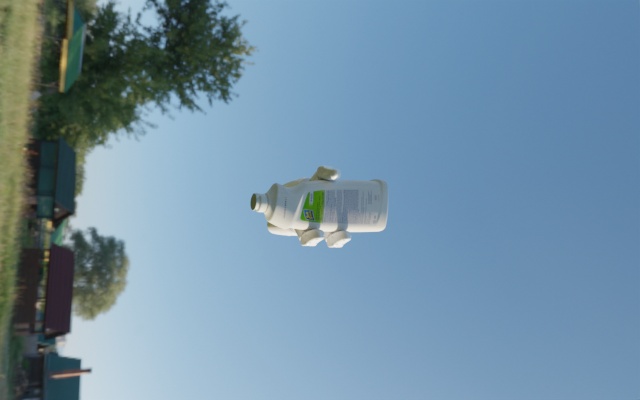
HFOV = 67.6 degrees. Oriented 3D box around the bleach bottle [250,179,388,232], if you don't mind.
[{"bbox_3d":[0.000,0.003,0.843,0.251,0.102,0.068,5,-5,-28],"label":"bleach bottle"}]
